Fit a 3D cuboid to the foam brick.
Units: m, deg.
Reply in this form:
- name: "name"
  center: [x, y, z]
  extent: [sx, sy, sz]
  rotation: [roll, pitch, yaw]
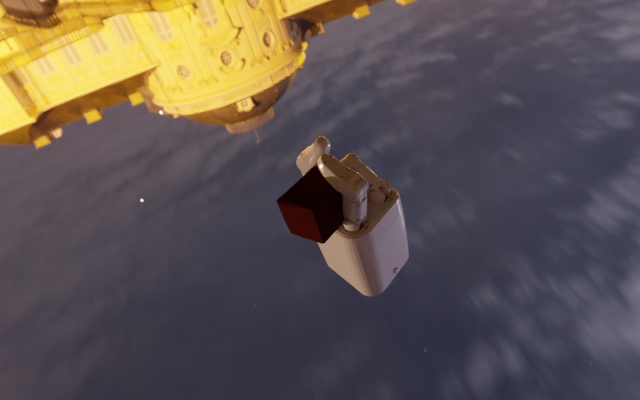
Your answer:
- name: "foam brick"
  center: [0.000, 0.002, 0.539]
  extent: [0.053, 0.051, 0.078]
  rotation: [15, 46, 38]
